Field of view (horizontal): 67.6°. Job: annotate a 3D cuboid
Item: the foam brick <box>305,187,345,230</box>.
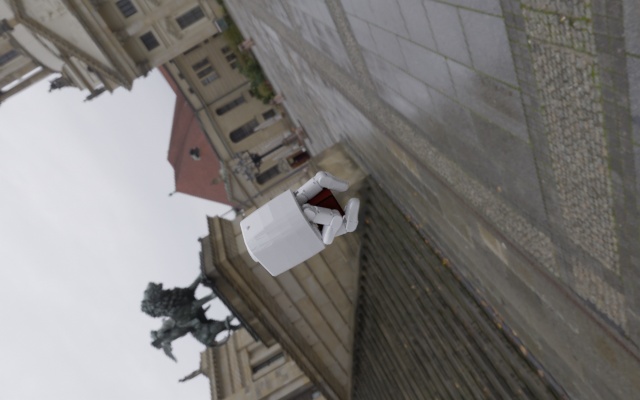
[{"bbox_3d":[0.000,0.003,0.839,0.051,0.053,0.078,-33,32,2],"label":"foam brick"}]
